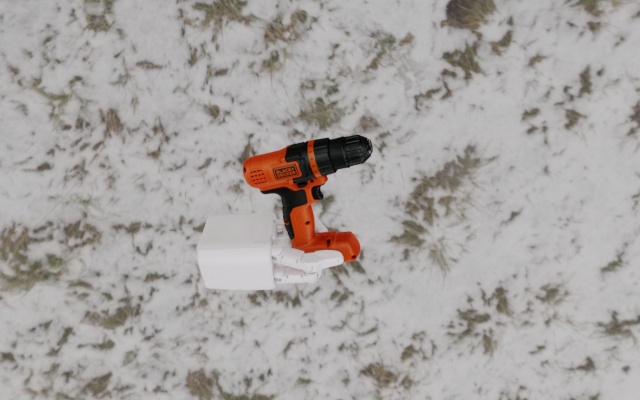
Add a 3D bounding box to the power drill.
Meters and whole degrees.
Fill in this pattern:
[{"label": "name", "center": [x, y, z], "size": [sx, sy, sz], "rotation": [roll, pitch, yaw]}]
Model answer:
[{"label": "power drill", "center": [0.000, 0.003, 0.687], "size": [0.184, 0.188, 0.057], "rotation": [-10, 26, 16]}]
